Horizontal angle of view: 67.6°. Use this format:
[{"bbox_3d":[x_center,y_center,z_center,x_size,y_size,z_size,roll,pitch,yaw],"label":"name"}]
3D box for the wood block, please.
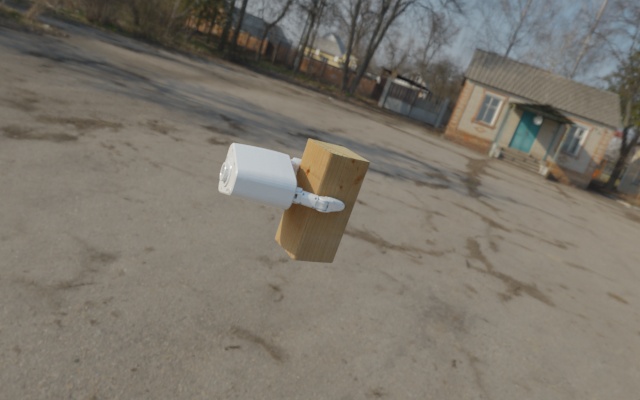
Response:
[{"bbox_3d":[0.000,0.003,0.887,0.090,0.206,0.090,9,18,-34],"label":"wood block"}]
